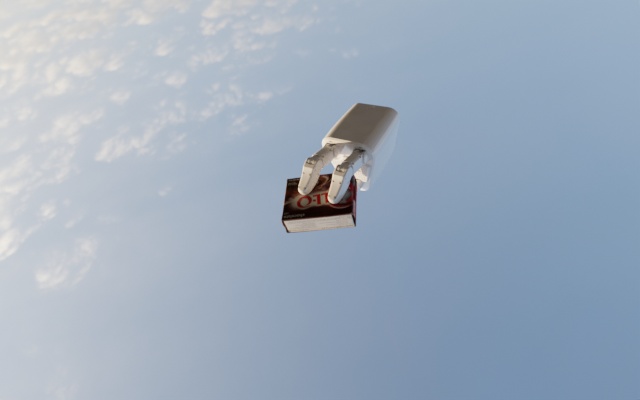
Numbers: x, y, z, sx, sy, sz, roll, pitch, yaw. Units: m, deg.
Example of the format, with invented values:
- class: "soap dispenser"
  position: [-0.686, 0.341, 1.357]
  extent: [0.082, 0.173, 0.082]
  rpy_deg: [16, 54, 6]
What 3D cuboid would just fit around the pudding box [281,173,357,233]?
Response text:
- class: "pudding box"
  position: [0.000, 0.003, 0.748]
  extent: [0.113, 0.090, 0.039]
  rpy_deg: [-8, -44, 13]
